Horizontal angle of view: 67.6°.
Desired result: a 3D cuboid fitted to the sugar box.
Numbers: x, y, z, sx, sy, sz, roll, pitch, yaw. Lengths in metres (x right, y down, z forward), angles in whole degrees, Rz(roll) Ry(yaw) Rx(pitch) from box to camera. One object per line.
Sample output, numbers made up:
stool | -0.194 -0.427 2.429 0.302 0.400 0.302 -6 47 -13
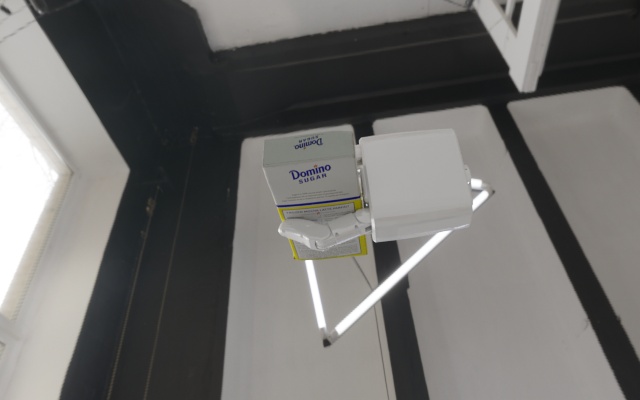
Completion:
sugar box | 0.000 0.001 0.532 0.093 0.048 0.176 -6 -41 5
